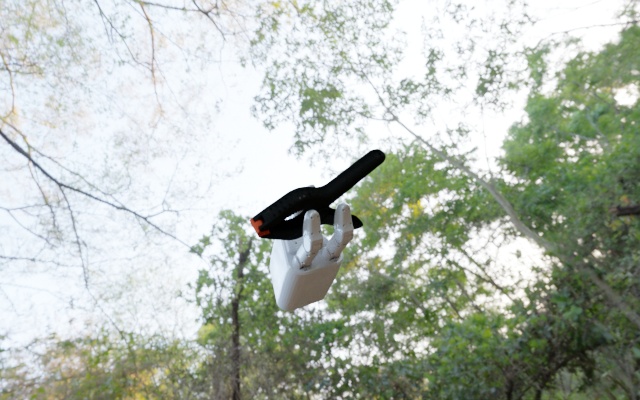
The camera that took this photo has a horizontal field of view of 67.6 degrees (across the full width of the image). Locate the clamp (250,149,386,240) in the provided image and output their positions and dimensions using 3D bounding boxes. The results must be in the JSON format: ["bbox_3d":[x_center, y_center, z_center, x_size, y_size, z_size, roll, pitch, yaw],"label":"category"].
[{"bbox_3d":[-0.001,0.002,0.697,0.210,0.165,0.036,-13,49,-32],"label":"clamp"}]
